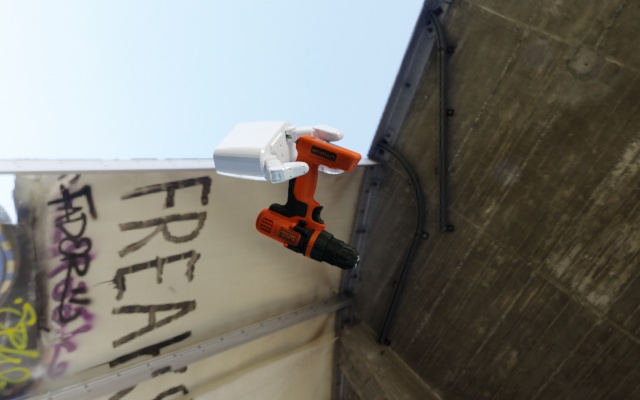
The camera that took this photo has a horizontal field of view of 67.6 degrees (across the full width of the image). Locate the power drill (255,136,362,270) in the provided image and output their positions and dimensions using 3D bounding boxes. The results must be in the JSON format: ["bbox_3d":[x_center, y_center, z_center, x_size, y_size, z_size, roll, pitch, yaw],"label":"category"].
[{"bbox_3d":[0.000,0.002,0.766,0.184,0.188,0.057,22,12,12],"label":"power drill"}]
